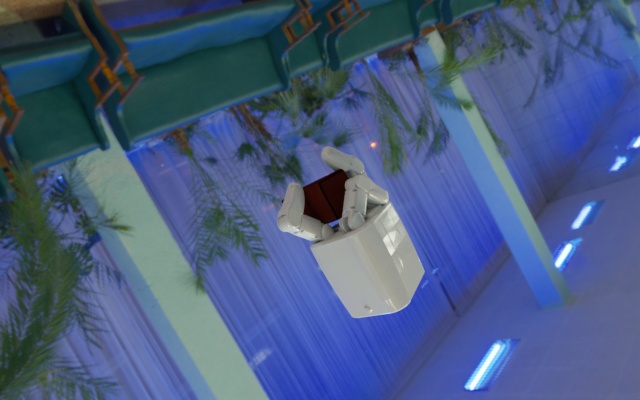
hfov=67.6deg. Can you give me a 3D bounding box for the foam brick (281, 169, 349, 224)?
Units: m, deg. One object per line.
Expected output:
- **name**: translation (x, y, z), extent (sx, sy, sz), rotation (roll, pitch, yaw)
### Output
- **foam brick**: translation (0.000, 0.002, 0.601), extent (0.078, 0.051, 0.053), rotation (-23, 7, 47)
